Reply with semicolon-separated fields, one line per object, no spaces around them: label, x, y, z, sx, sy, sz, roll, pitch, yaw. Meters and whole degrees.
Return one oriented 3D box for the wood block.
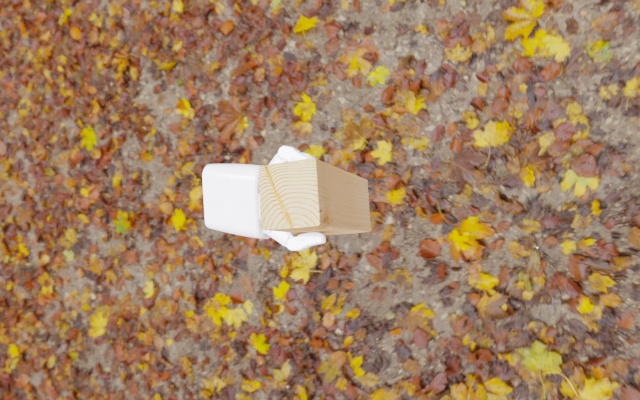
wood block;0.000;0.003;0.720;0.090;0.091;0.206;-6;-8;24
